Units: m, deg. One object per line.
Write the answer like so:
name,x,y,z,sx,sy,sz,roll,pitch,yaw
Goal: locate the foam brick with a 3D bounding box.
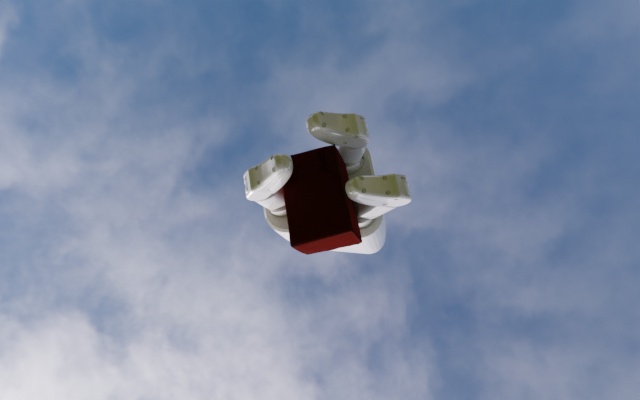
foam brick,0.000,0.002,0.404,0.053,0.078,0.051,-13,-19,9
